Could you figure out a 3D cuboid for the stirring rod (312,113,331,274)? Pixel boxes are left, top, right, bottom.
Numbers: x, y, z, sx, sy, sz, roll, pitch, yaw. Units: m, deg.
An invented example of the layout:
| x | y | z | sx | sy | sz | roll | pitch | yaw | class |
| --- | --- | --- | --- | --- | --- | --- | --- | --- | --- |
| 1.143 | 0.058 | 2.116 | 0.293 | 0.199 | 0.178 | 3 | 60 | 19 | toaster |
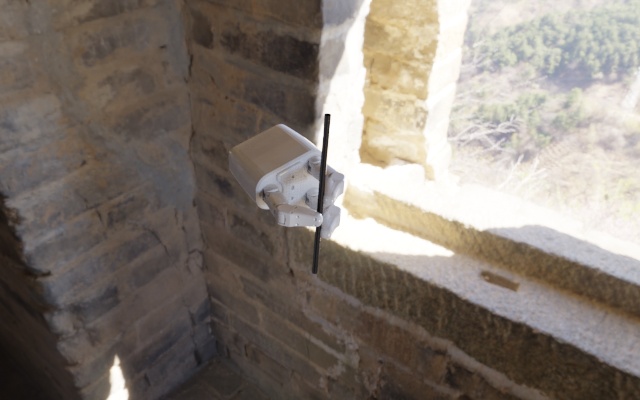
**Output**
| x | y | z | sx | sy | sz | roll | pitch | yaw | class |
| --- | --- | --- | --- | --- | --- | --- | --- | --- | --- |
| 0.000 | 0.002 | 0.609 | 0.011 | 0.240 | 0.011 | 3 | 34 | -2 | stirring rod |
